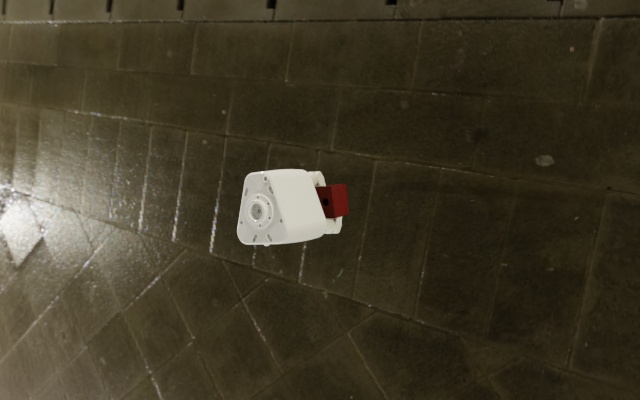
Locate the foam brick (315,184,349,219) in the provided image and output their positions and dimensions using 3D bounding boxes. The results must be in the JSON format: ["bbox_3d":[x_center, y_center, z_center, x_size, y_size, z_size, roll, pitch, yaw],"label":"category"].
[{"bbox_3d":[0.000,0.002,0.781,0.078,0.053,0.051,-5,3,30],"label":"foam brick"}]
